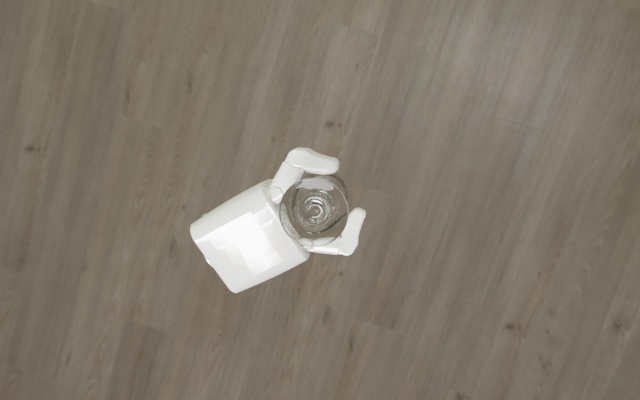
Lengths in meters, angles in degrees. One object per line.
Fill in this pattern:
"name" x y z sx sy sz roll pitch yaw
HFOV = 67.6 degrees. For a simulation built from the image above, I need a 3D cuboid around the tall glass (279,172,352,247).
"tall glass" 0.000 0.002 0.601 0.079 0.079 0.201 0 7 5
